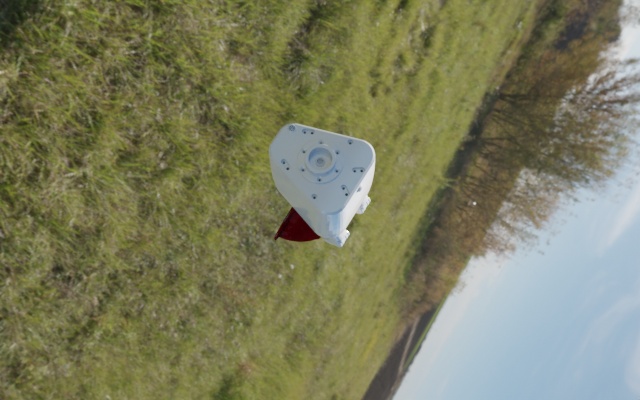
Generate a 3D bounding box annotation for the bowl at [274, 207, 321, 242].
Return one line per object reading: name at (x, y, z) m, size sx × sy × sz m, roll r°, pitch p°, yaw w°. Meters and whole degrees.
bowl at (0.001, 0.002, 0.681) m, size 0.055 × 0.162 × 0.162 m, roll 33°, pitch 0°, yaw 0°
